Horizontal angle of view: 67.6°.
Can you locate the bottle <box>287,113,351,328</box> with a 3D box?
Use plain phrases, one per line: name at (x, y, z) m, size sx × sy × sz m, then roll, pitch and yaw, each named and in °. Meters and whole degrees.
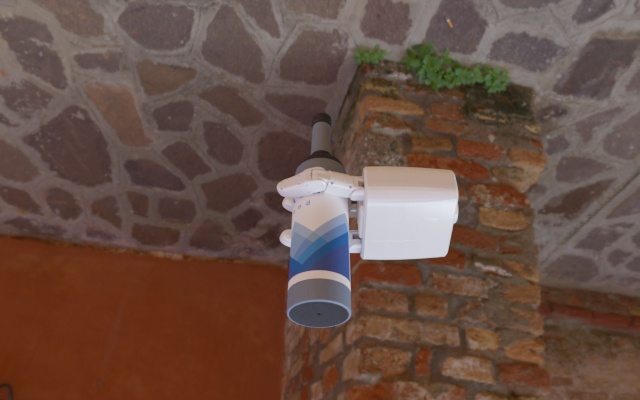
bottle at (0.000, 0.002, 0.581) m, size 0.069 × 0.295 × 0.069 m, roll 1°, pitch -38°, yaw 0°
